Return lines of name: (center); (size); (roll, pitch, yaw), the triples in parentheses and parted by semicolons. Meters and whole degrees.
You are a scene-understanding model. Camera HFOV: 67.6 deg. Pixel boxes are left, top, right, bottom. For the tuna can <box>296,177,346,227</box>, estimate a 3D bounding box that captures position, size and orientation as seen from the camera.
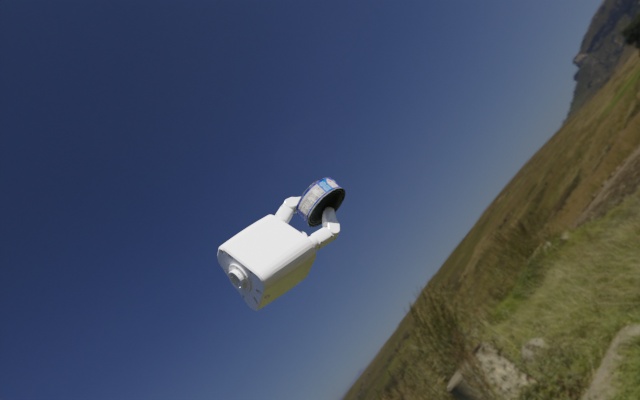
tuna can: (0.000, 0.002, 0.808); (0.033, 0.086, 0.086); (43, 20, 23)
